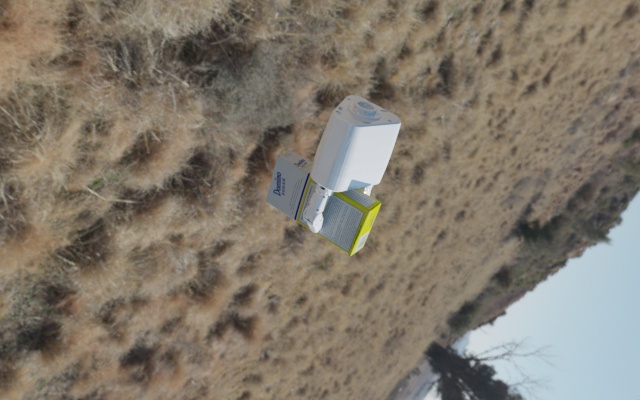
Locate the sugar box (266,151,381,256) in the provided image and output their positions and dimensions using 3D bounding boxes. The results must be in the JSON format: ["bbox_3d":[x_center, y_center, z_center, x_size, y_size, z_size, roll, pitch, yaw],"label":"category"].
[{"bbox_3d":[0.001,0.002,0.758,0.176,0.093,0.048,33,34,22],"label":"sugar box"}]
